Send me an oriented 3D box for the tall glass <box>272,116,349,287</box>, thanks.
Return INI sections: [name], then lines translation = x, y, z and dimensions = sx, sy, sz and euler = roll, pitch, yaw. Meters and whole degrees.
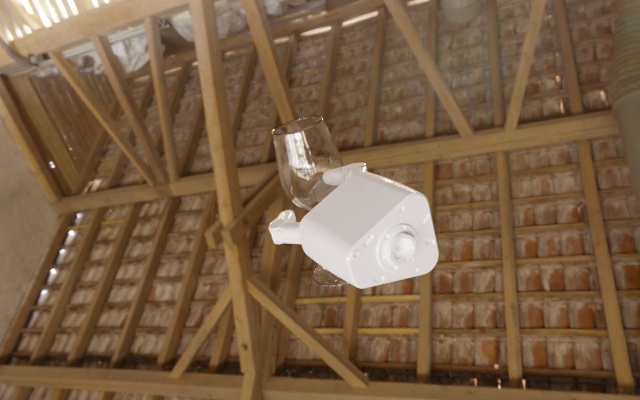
[tall glass]
translation = 0.000, 0.003, 0.583
dimensions = 0.079, 0.201, 0.079
euler = -15, 22, 6
